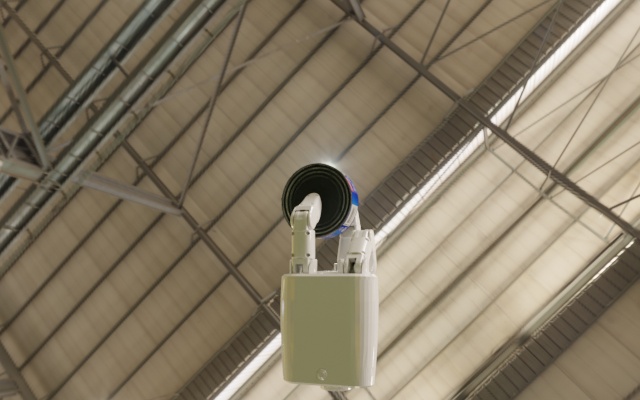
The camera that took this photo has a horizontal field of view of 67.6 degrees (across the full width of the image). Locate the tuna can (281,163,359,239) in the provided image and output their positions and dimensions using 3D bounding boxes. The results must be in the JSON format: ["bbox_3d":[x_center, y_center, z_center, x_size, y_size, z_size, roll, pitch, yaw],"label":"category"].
[{"bbox_3d":[0.000,0.002,0.555,0.086,0.086,0.034,0,-8,21],"label":"tuna can"}]
